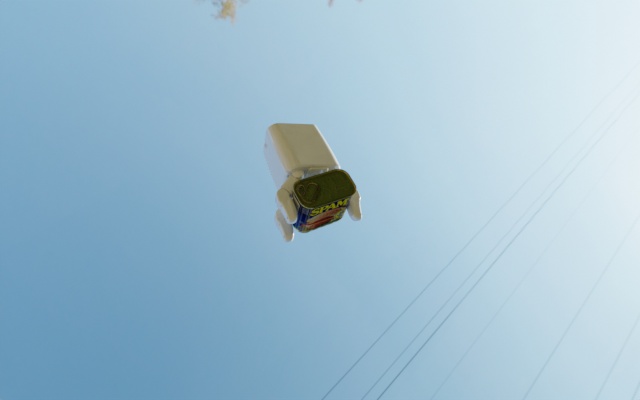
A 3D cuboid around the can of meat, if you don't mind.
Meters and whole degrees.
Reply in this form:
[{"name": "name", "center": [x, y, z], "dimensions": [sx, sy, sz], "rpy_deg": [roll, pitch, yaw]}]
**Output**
[{"name": "can of meat", "center": [0.000, 0.003, 0.794], "dimensions": [0.102, 0.057, 0.084], "rpy_deg": [-18, -28, -23]}]
